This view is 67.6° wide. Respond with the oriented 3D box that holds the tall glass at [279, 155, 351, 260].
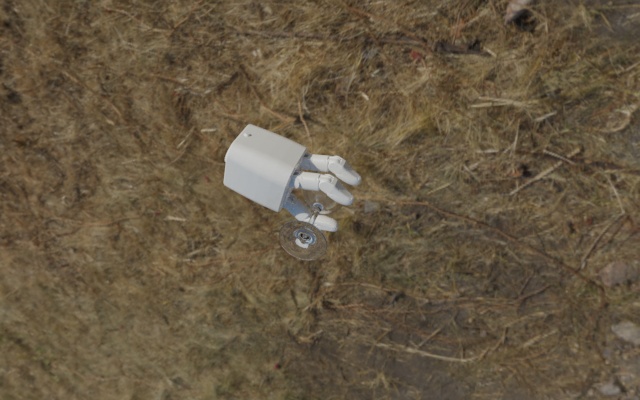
[{"bbox_3d":[0.000,0.003,0.774,0.079,0.079,0.201,0,35,19],"label":"tall glass"}]
